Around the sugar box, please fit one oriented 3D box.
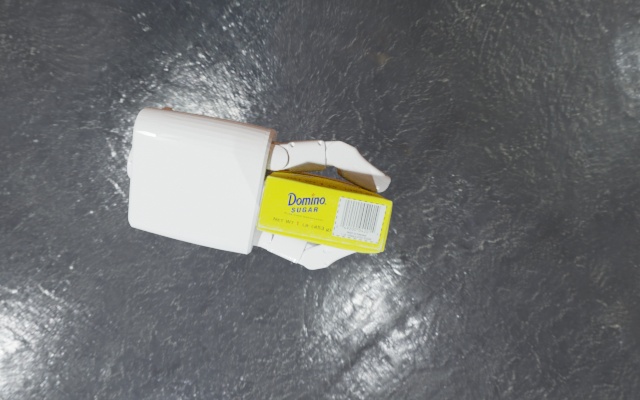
[{"bbox_3d":[0.000,0.001,0.418,0.093,0.048,0.176,12,8,-4],"label":"sugar box"}]
